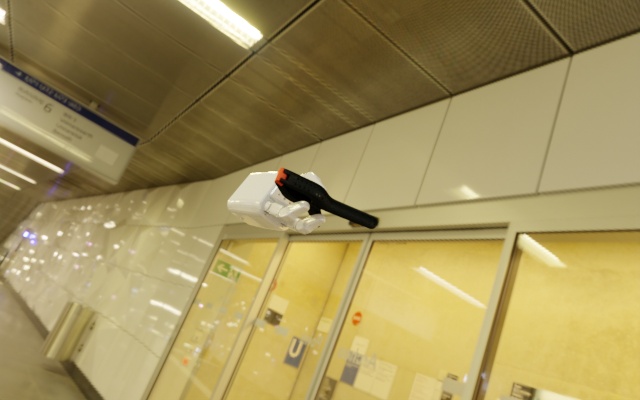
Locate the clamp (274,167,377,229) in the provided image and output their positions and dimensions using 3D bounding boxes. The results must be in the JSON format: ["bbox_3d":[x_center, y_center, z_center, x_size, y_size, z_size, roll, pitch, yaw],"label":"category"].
[{"bbox_3d":[0.000,0.002,0.899,0.164,0.036,0.210,2,-27,39],"label":"clamp"}]
